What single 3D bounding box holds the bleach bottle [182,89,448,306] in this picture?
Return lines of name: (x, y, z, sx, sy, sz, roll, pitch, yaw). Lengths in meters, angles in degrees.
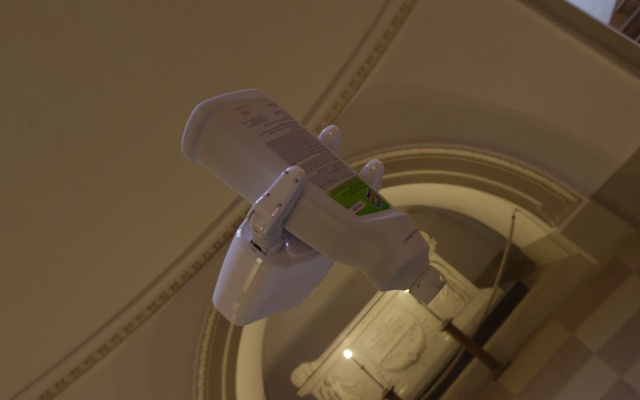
bleach bottle: (0.000, 0.001, 0.421, 0.251, 0.068, 0.102, 41, 39, 14)
